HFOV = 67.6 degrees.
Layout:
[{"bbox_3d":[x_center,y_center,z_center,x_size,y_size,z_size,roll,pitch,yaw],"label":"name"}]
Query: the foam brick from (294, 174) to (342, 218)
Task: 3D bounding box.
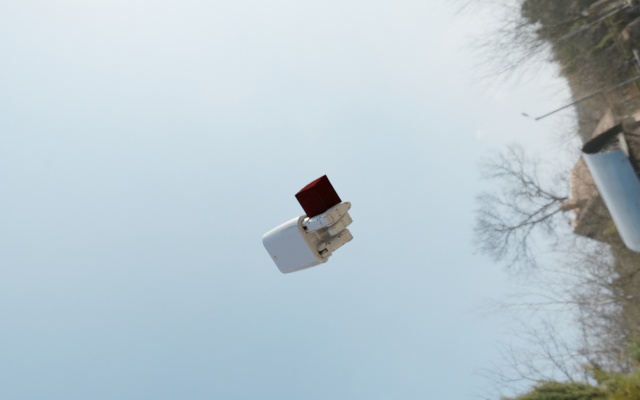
[{"bbox_3d":[0.000,0.003,0.875,0.051,0.078,0.053,-23,12,38],"label":"foam brick"}]
